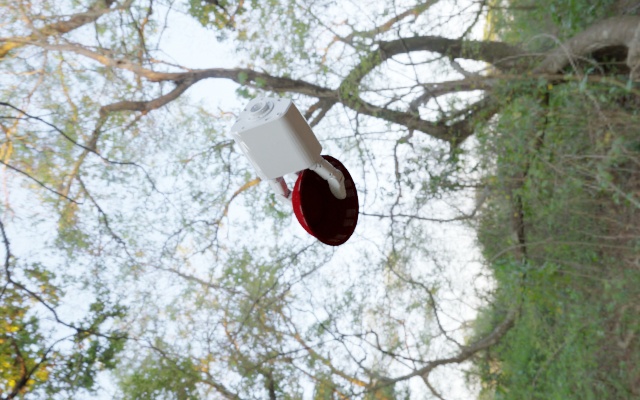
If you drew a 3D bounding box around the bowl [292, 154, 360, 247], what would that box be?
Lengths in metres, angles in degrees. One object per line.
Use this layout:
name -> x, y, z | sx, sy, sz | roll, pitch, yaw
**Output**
bowl -> 0.000, 0.004, 0.846 | 0.055, 0.162, 0.162 | -11, -7, 41
